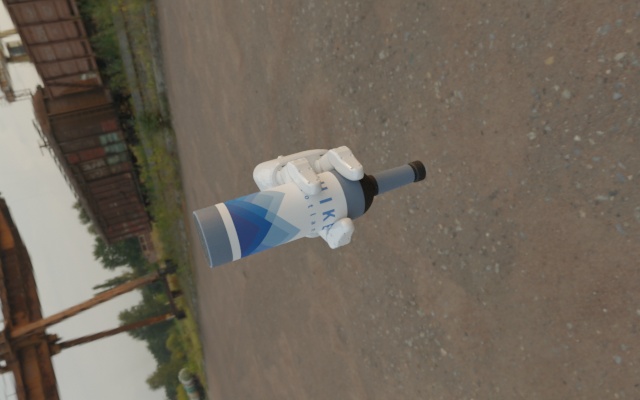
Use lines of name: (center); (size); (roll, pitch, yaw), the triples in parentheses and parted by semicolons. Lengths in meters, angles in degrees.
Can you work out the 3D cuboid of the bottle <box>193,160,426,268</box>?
bottle: (0.000, 0.002, 0.581); (0.295, 0.069, 0.069); (-18, 6, -20)
